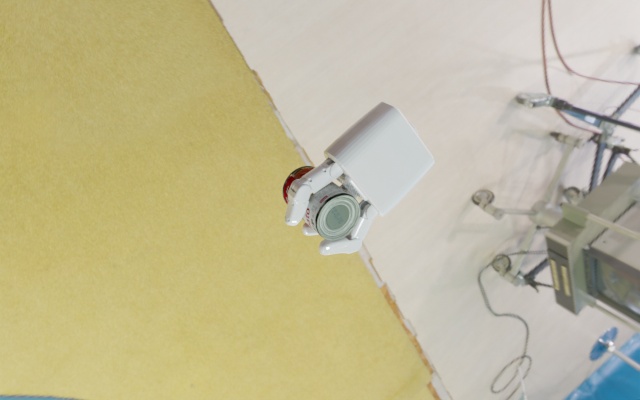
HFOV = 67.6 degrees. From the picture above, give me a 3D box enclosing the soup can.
[{"bbox_3d":[0.000,0.003,0.647,0.068,0.068,0.102,0,24,-32],"label":"soup can"}]
